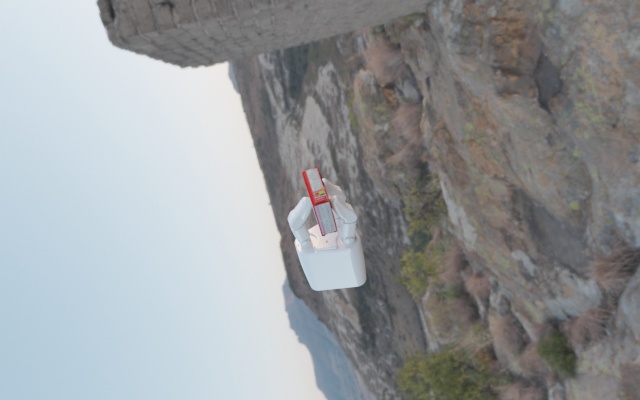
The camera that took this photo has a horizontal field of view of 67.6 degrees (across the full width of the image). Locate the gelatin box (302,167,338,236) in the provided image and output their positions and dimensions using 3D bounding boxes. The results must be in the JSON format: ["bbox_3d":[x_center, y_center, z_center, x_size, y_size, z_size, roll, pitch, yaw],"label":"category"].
[{"bbox_3d":[0.000,0.002,0.765,0.030,0.073,0.089,-18,-38,0],"label":"gelatin box"}]
